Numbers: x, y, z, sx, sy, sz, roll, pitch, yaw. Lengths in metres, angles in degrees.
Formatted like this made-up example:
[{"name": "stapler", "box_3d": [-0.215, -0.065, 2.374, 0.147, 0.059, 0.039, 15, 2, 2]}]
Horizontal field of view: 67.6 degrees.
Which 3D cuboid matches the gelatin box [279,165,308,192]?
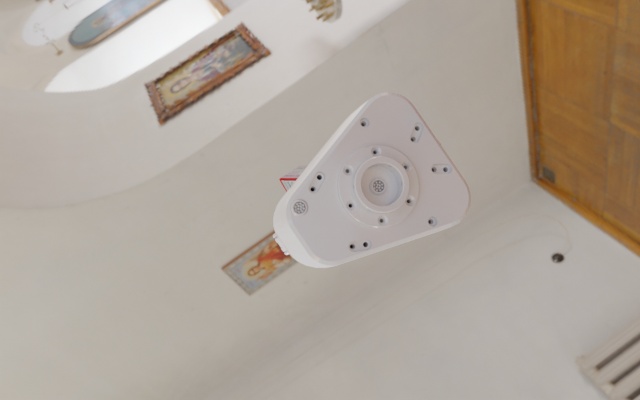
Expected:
[{"name": "gelatin box", "box_3d": [0.000, 0.002, 0.472, 0.030, 0.073, 0.089, -35, 13, -16]}]
